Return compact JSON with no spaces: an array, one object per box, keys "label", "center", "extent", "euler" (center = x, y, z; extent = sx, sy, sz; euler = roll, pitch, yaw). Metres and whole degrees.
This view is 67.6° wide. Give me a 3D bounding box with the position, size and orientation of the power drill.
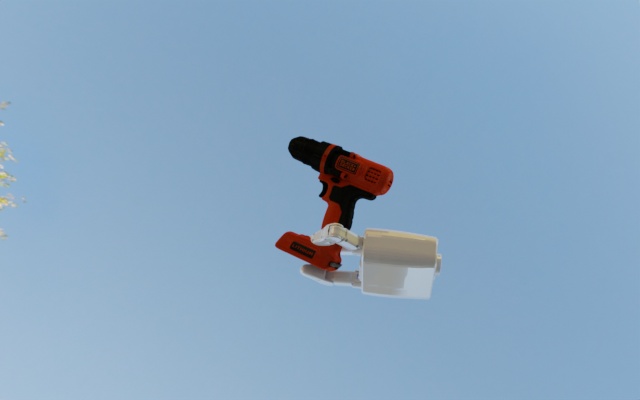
[{"label":"power drill","center":[0.000,0.003,0.751],"extent":[0.184,0.187,0.057],"euler":[23,0,24]}]
